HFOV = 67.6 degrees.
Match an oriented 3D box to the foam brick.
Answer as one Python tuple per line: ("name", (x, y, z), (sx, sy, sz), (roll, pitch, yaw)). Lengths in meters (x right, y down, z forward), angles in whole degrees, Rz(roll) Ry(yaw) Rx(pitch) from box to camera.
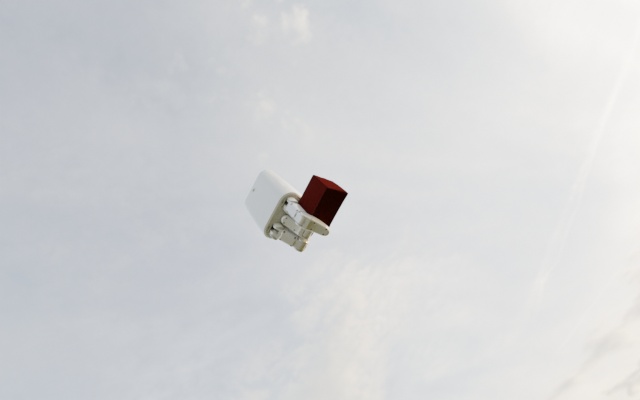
("foam brick", (0.000, 0.003, 0.843), (0.053, 0.078, 0.051), (17, 19, -40))
